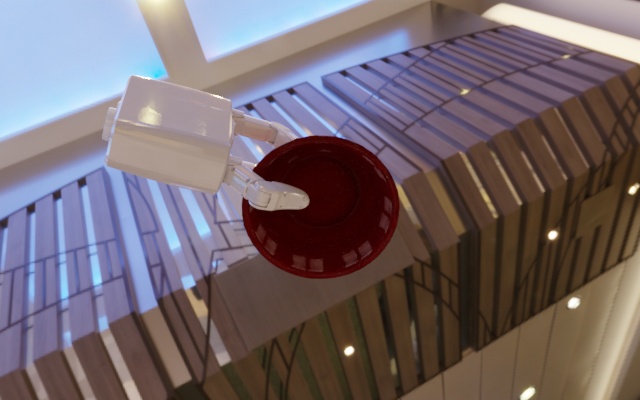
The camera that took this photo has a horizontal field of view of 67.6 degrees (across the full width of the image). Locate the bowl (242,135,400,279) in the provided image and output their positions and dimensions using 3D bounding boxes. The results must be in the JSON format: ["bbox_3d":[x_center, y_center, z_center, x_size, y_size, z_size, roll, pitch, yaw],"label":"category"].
[{"bbox_3d":[0.001,0.002,0.510,0.162,0.162,0.055,0,24,0],"label":"bowl"}]
